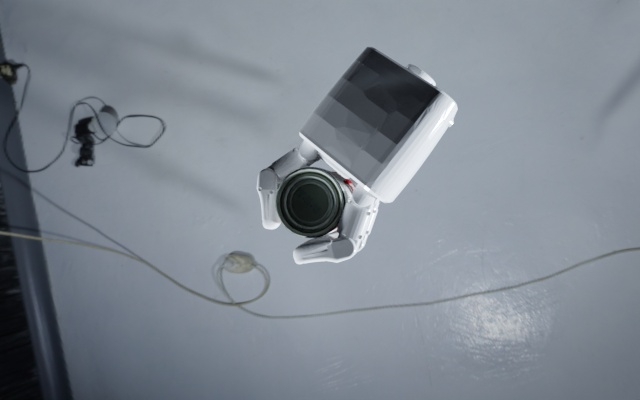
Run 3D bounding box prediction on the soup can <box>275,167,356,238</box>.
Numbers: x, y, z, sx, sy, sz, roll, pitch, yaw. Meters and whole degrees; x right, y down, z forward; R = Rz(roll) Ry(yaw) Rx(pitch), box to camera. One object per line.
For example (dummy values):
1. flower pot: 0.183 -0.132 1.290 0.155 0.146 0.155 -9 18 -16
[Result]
1. soup can: 0.000 0.002 0.486 0.068 0.068 0.102 0 1 12
